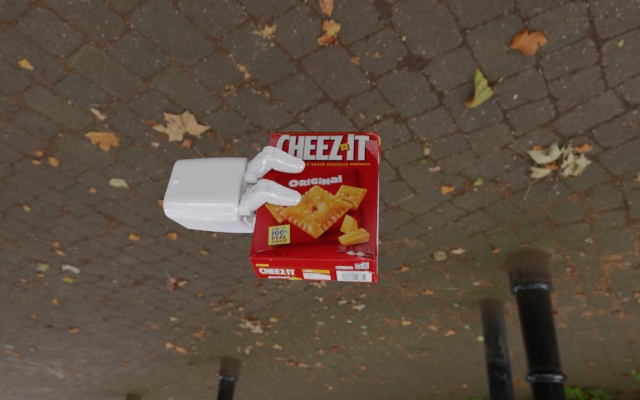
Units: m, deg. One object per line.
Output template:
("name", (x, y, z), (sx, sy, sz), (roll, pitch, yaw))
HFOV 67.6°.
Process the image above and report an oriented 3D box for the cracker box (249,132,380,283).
("cracker box", (0.000, 0.002, 0.668), (0.164, 0.213, 0.072), (1, -33, 7))
